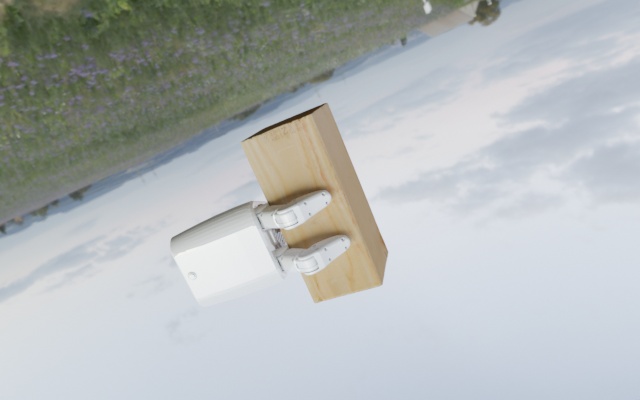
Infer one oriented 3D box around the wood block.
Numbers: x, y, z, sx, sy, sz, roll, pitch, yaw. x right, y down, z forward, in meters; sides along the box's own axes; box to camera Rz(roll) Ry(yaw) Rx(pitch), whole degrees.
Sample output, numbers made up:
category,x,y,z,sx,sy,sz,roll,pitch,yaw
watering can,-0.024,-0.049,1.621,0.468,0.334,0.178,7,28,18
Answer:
category,x,y,z,sx,sy,sz,roll,pitch,yaw
wood block,0.000,0.002,0.564,0.090,0.206,0.090,-19,15,18
